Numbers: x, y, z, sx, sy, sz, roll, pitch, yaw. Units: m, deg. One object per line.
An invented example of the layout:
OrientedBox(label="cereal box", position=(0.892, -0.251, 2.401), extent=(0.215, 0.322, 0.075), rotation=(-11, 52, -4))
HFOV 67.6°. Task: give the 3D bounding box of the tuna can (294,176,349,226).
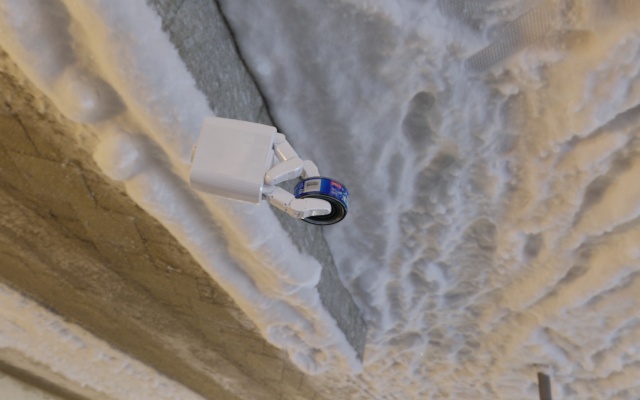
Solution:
OrientedBox(label="tuna can", position=(0.000, 0.003, 0.725), extent=(0.086, 0.033, 0.086), rotation=(4, -35, 3))
